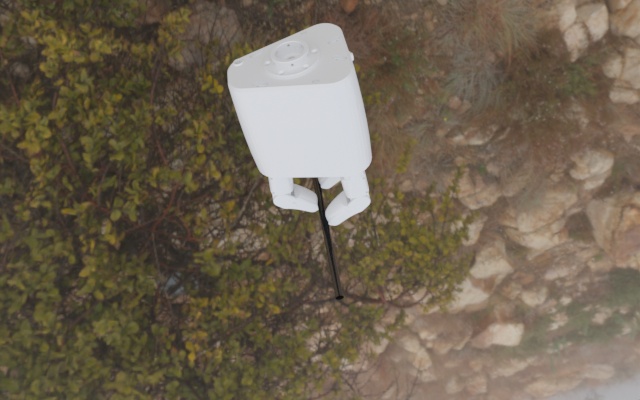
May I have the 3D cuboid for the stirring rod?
[{"bbox_3d":[0.000,0.002,0.531,0.011,0.239,0.011,-7,-40,-6],"label":"stirring rod"}]
